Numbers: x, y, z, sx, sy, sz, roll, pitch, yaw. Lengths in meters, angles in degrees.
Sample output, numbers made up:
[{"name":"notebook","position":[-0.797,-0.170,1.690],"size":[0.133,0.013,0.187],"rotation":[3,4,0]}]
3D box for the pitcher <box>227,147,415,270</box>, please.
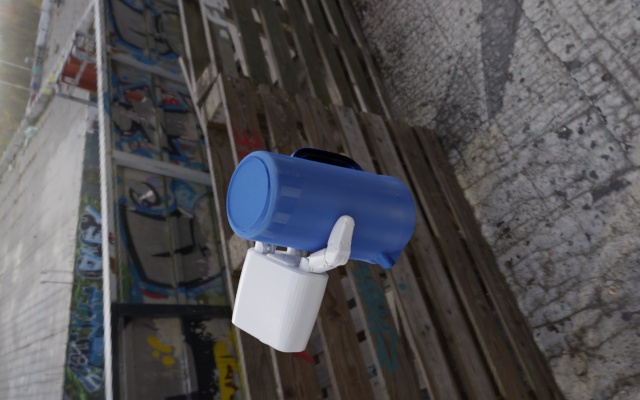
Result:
[{"name":"pitcher","position":[0.000,0.002,0.645],"size":[0.243,0.145,0.149],"rotation":[12,5,-40]}]
